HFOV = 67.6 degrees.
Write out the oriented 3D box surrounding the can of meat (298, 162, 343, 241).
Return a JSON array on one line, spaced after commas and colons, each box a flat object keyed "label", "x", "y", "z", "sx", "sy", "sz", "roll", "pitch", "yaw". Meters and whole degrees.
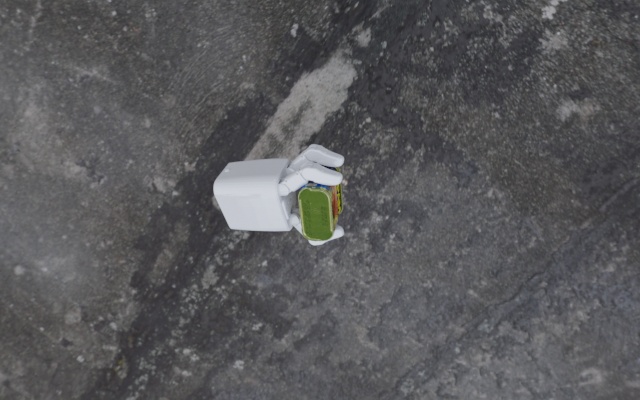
[{"label": "can of meat", "x": 0.000, "y": 0.003, "z": 0.760, "sx": 0.057, "sy": 0.102, "sz": 0.084, "roll": 1, "pitch": 31, "yaw": 11}]
